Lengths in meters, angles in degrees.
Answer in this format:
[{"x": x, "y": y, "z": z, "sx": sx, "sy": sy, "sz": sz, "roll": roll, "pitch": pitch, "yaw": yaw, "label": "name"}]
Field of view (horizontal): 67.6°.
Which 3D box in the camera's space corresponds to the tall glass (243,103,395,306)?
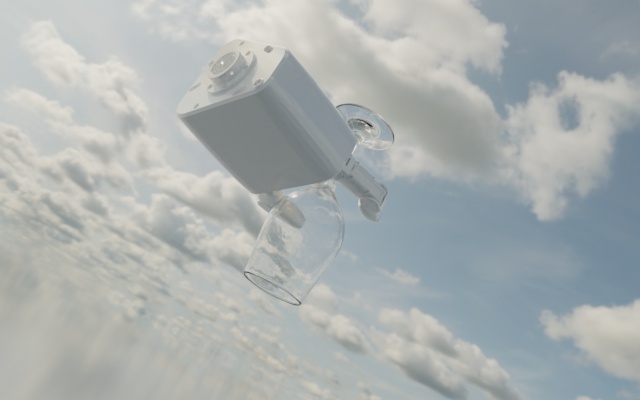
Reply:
[{"x": 0.001, "y": 0.001, "z": 0.479, "sx": 0.079, "sy": 0.201, "sz": 0.079, "roll": 25, "pitch": -21, "yaw": 10, "label": "tall glass"}]
